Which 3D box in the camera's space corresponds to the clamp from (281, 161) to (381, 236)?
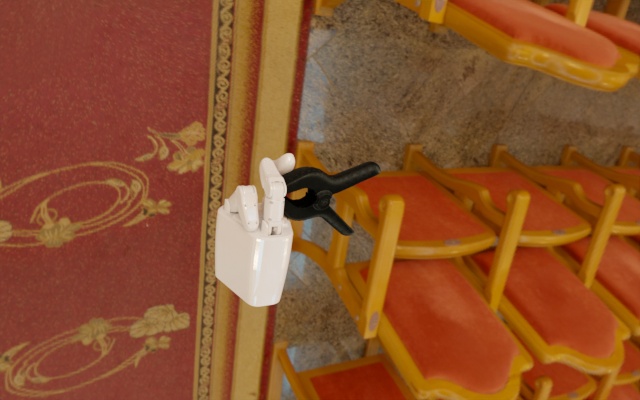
[{"bbox_3d":[0.000,0.002,0.667,0.171,0.120,0.039,-3,25,-28],"label":"clamp"}]
